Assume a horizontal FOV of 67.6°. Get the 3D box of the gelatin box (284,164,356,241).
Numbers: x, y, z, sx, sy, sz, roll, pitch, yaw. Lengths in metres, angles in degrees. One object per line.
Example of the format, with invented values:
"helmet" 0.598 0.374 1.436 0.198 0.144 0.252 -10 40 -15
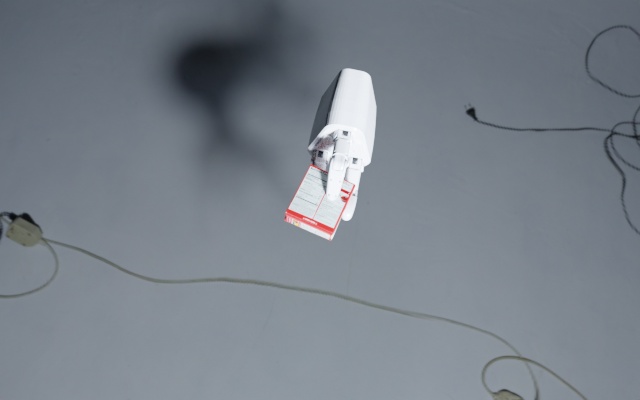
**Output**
"gelatin box" 0.000 0.002 0.679 0.073 0.089 0.030 24 -27 5
